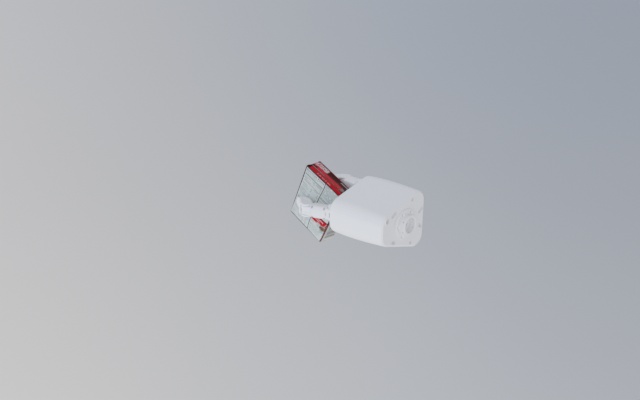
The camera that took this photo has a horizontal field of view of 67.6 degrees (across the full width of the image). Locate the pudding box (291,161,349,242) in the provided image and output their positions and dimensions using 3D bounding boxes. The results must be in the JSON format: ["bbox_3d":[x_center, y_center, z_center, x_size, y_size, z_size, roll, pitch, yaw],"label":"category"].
[{"bbox_3d":[0.000,0.003,0.830,0.039,0.114,0.090,-17,53,-41],"label":"pudding box"}]
